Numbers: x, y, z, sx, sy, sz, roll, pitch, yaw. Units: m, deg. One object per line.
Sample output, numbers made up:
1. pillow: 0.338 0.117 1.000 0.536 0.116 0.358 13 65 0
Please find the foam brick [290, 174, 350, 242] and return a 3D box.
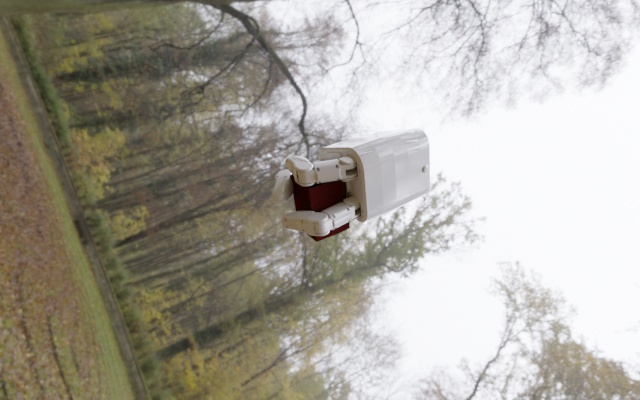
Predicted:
1. foam brick: 0.000 0.002 0.601 0.051 0.078 0.053 -20 31 -23
